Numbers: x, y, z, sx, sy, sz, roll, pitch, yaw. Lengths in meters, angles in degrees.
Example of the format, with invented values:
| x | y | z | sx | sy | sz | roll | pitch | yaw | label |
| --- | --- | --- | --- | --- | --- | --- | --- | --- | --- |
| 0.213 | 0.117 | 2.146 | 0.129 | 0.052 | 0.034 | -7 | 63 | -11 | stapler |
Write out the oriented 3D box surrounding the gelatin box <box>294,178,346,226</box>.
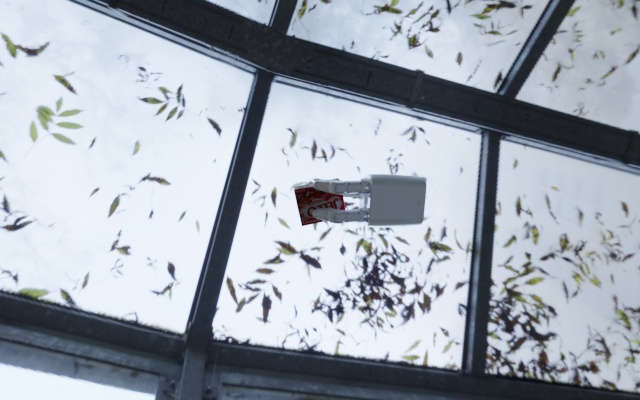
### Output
| x | y | z | sx | sy | sz | roll | pitch | yaw | label |
| --- | --- | --- | --- | --- | --- | --- | --- | --- | --- |
| 0.000 | 0.003 | 0.898 | 0.089 | 0.073 | 0.030 | -11 | 15 | 1 | gelatin box |
